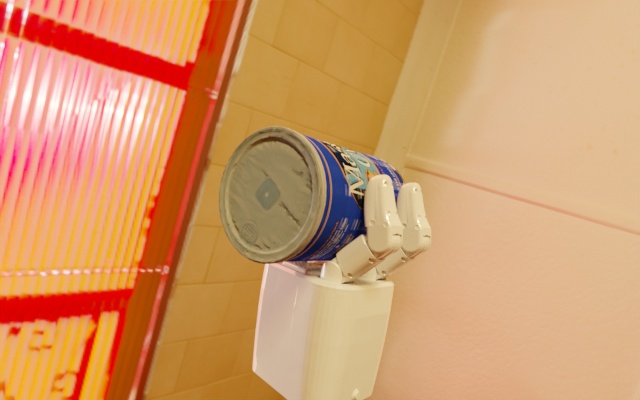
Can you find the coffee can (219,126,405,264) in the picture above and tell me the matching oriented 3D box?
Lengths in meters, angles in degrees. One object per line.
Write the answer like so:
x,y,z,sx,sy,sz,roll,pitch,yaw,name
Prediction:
0.000,0.001,0.409,0.103,0.103,0.140,0,-5,36,coffee can
